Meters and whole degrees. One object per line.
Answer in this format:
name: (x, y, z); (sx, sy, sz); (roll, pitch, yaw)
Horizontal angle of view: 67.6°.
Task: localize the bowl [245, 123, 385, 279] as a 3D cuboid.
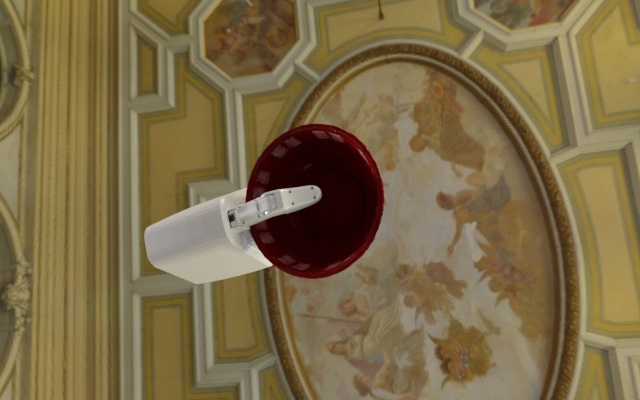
bowl: (0.001, 0.002, 0.516); (0.162, 0.162, 0.055); (0, -4, 27)
